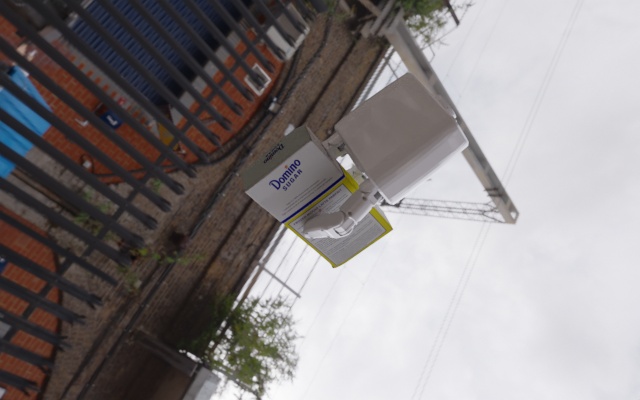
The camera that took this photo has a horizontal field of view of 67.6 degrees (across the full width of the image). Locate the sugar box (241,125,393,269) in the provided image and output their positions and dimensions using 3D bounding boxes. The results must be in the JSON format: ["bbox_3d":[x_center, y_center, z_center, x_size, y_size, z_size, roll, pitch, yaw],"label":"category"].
[{"bbox_3d":[0.000,0.001,0.556,0.093,0.176,0.048,-36,36,11],"label":"sugar box"}]
